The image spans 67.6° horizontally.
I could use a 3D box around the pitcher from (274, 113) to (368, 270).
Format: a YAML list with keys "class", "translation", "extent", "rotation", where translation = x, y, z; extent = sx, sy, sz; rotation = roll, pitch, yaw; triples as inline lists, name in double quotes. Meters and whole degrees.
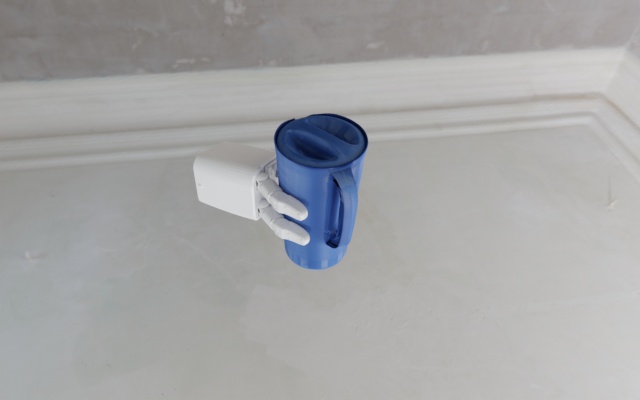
- class: "pitcher"
  translation: [0.000, 0.002, 0.740]
  extent: [0.145, 0.243, 0.149]
  rotation: [16, 44, 14]
